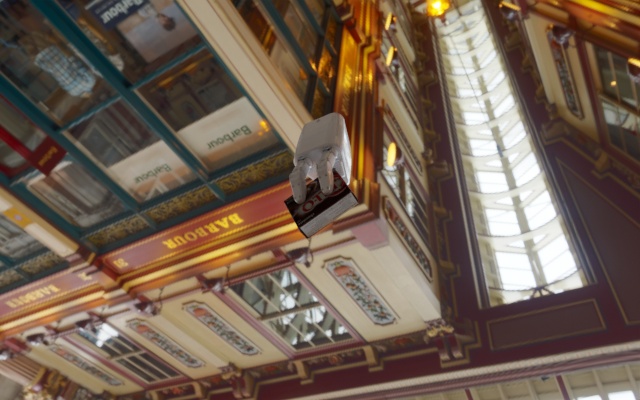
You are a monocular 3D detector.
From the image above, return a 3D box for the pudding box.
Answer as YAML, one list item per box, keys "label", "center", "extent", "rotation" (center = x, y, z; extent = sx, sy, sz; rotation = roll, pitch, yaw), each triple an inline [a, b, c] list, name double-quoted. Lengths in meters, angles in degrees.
- label: "pudding box"
  center: [0.000, 0.003, 0.840]
  extent: [0.113, 0.039, 0.090]
  rotation: [-37, 36, 3]
